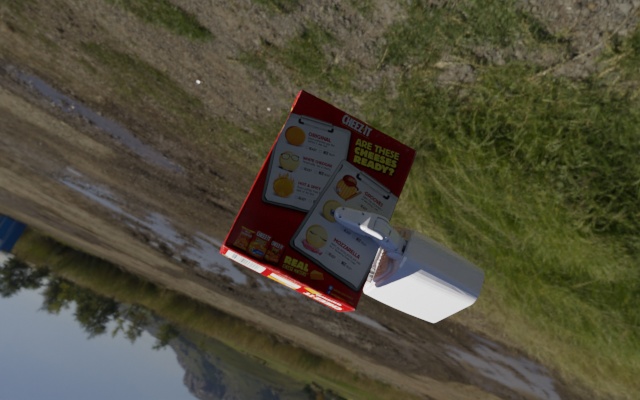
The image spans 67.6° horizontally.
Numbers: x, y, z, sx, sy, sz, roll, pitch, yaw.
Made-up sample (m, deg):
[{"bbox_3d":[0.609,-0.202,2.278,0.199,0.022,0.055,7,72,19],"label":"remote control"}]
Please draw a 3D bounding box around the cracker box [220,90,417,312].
[{"bbox_3d":[0.000,0.002,0.574,0.164,0.213,0.072,27,-20,-8],"label":"cracker box"}]
